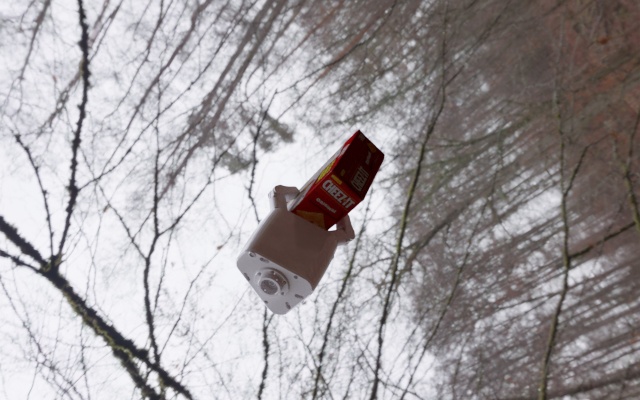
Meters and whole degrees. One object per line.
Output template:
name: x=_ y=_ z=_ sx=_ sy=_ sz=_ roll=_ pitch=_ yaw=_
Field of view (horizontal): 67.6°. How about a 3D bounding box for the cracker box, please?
cracker box: x=0.000 y=0.003 z=0.783 sx=0.214 sy=0.072 sz=0.164 roll=-43 pitch=9 yaw=34
